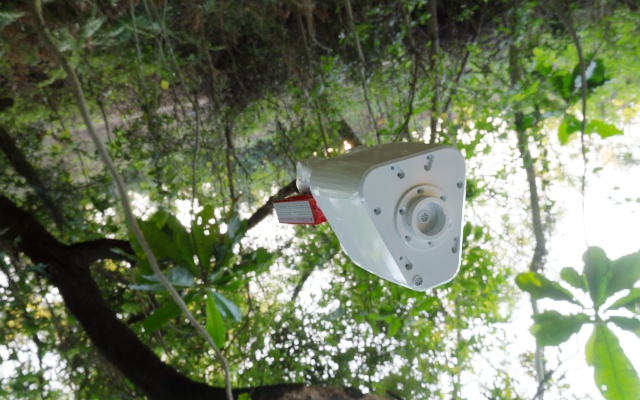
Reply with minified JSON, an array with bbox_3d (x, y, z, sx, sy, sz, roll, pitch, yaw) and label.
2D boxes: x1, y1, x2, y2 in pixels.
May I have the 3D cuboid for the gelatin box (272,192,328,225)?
[{"bbox_3d":[0.000,0.002,0.522,0.073,0.030,0.089,-20,7,-30],"label":"gelatin box"}]
